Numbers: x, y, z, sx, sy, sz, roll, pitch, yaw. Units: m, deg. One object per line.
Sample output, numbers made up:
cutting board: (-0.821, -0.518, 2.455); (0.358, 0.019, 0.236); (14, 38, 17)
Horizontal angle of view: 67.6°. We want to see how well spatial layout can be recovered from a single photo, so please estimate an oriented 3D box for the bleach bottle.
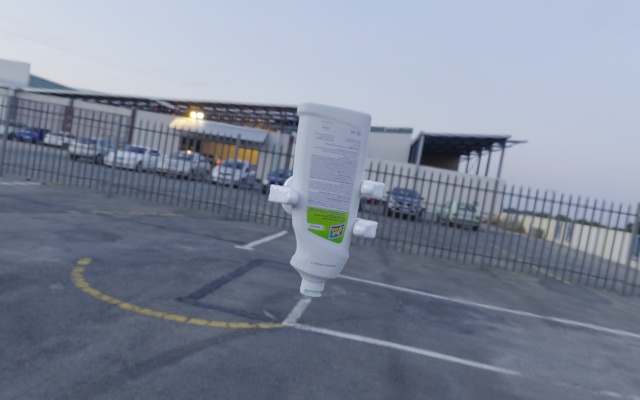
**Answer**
bleach bottle: (0.000, 0.002, 0.641); (0.102, 0.251, 0.068); (10, 3, -6)
